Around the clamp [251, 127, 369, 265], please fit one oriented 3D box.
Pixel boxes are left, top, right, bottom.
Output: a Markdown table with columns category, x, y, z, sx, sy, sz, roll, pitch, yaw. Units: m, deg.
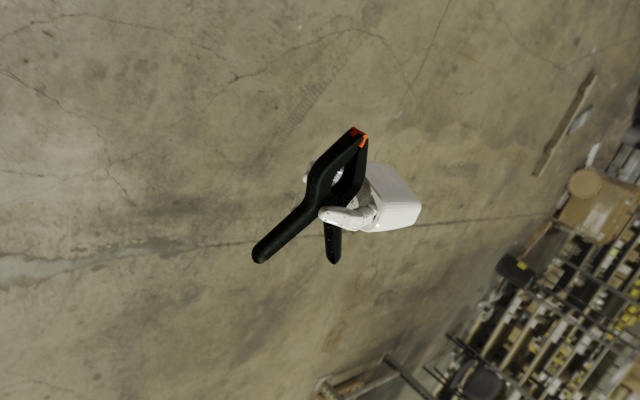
| category | x | y | z | sx | sy | sz | roll | pitch | yaw |
| --- | --- | --- | --- | --- | --- | --- | --- | --- | --- |
| clamp | 0.001 | 0.002 | 0.631 | 0.164 | 0.210 | 0.036 | -1 | 29 | -46 |
